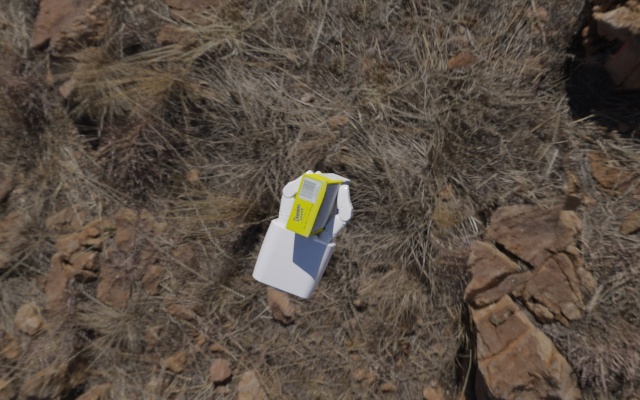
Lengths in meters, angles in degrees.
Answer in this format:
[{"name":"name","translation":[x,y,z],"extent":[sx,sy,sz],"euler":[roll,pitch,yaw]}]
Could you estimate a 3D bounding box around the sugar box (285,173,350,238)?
[{"name":"sugar box","translation":[0.000,0.003,0.801],"extent":[0.048,0.093,0.176],"euler":[21,8,11]}]
